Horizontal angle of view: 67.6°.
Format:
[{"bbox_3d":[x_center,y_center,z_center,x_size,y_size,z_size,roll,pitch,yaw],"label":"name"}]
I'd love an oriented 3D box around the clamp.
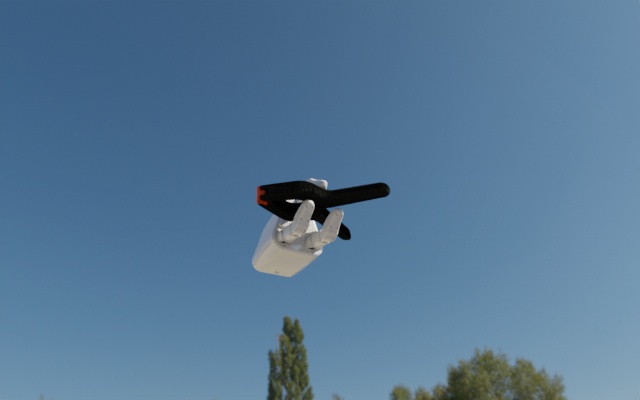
[{"bbox_3d":[-0.001,0.002,0.795,0.210,0.036,0.165,15,-40,-25],"label":"clamp"}]
